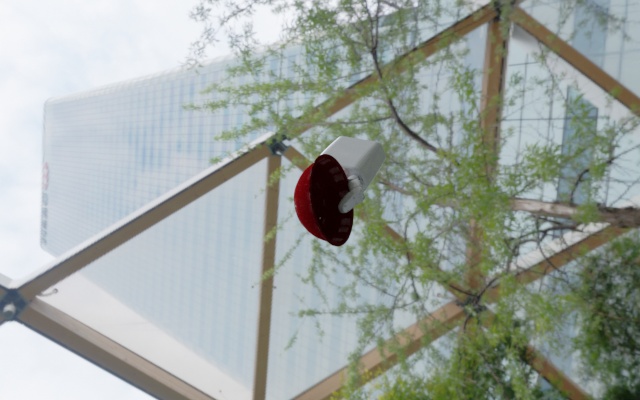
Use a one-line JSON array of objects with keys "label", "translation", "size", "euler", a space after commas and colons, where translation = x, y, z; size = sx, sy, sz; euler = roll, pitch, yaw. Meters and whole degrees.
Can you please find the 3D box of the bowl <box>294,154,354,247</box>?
[{"label": "bowl", "translation": [-0.001, 0.003, 0.833], "size": [0.055, 0.162, 0.162], "euler": [-10, -5, 27]}]
